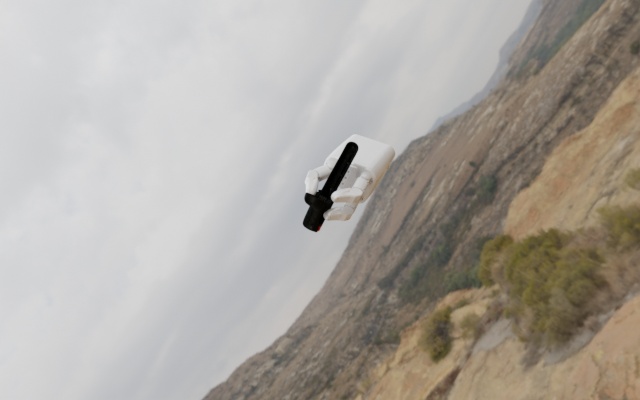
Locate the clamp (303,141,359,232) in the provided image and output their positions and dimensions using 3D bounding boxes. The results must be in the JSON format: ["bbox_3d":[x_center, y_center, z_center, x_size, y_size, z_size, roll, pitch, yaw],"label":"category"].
[{"bbox_3d":[-0.001,0.003,0.901,0.036,0.210,0.164,33,48,10],"label":"clamp"}]
